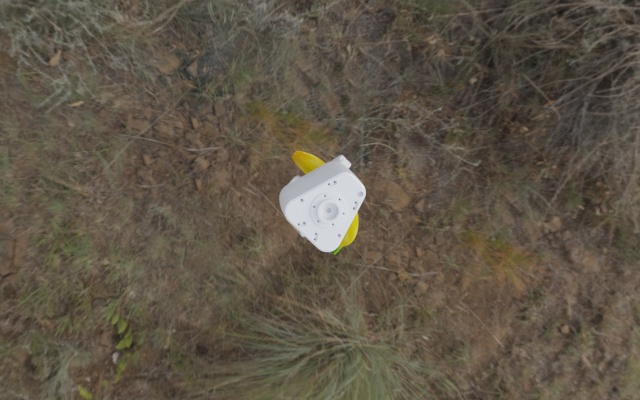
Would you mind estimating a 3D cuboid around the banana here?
[{"bbox_3d":[0.019,-0.001,0.808,0.069,0.198,0.037,-21,15,2],"label":"banana"}]
